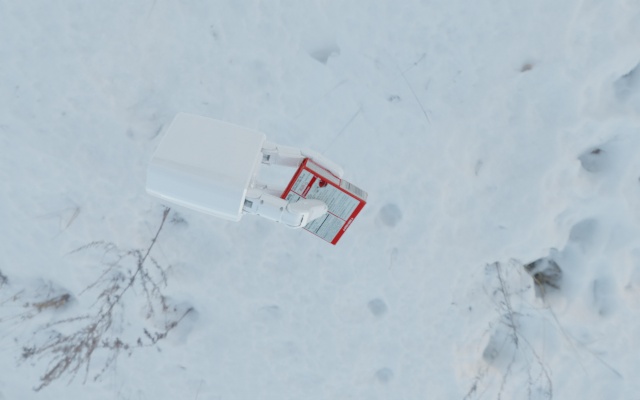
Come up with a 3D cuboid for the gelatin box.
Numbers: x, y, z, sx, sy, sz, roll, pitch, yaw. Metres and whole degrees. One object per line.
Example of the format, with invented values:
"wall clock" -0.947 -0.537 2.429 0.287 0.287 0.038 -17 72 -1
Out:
"gelatin box" 0.000 0.002 0.571 0.089 0.073 0.030 30 27 -8
